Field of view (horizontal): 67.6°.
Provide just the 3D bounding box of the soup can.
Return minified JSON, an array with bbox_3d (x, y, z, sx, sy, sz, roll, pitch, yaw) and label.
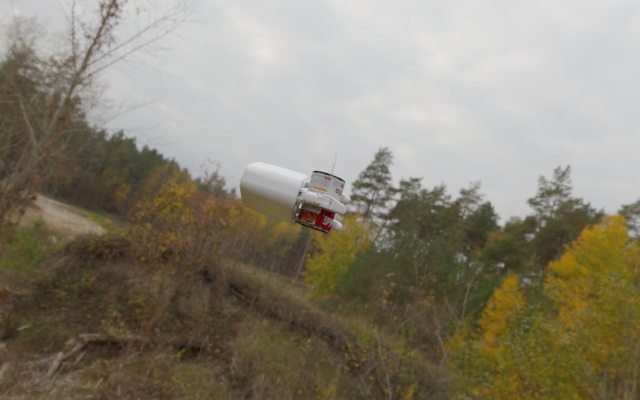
[{"bbox_3d":[0.001,0.003,0.890,0.068,0.102,0.068,18,-7,2],"label":"soup can"}]
